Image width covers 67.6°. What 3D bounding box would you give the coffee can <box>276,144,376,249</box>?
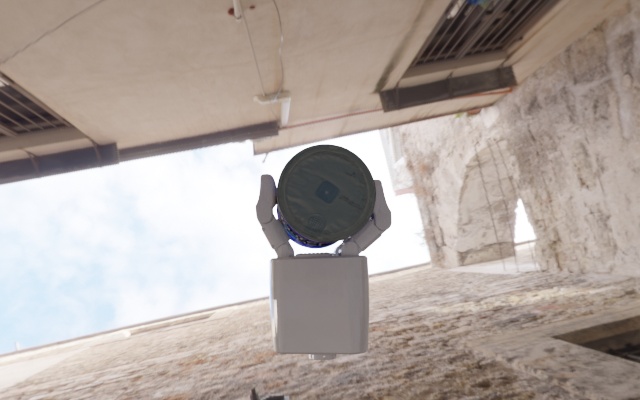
[{"bbox_3d":[0.000,0.002,0.556,0.103,0.103,0.140,0,-8,-5],"label":"coffee can"}]
